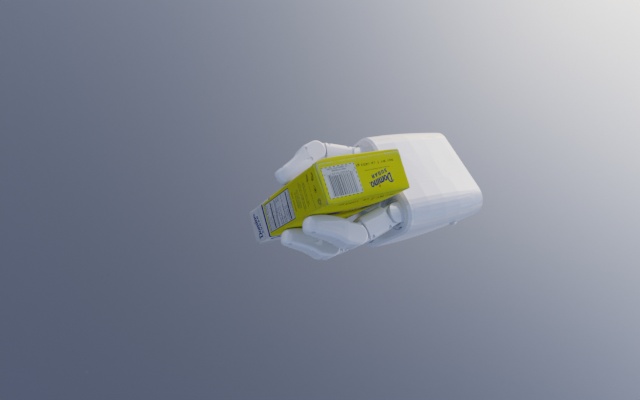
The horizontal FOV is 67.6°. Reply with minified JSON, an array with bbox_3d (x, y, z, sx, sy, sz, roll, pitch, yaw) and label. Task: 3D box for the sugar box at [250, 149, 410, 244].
[{"bbox_3d":[0.000,0.002,0.491,0.093,0.048,0.176,-11,-13,-29],"label":"sugar box"}]
